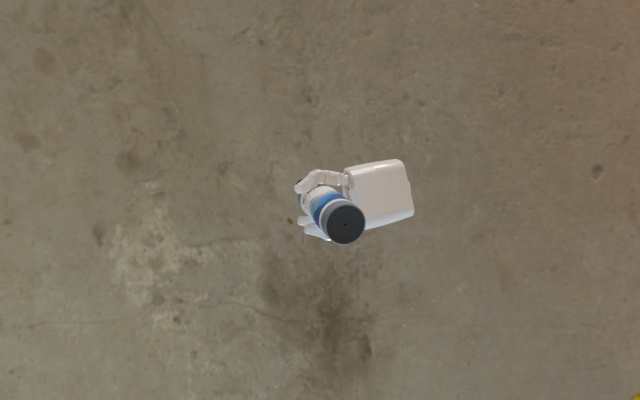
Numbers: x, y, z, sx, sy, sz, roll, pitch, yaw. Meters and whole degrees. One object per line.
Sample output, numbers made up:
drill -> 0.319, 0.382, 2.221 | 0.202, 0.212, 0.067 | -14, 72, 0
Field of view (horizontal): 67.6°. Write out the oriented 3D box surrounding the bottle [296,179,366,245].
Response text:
bottle -> 0.000, 0.003, 0.869 | 0.069, 0.069, 0.295 | 0, 14, -16
